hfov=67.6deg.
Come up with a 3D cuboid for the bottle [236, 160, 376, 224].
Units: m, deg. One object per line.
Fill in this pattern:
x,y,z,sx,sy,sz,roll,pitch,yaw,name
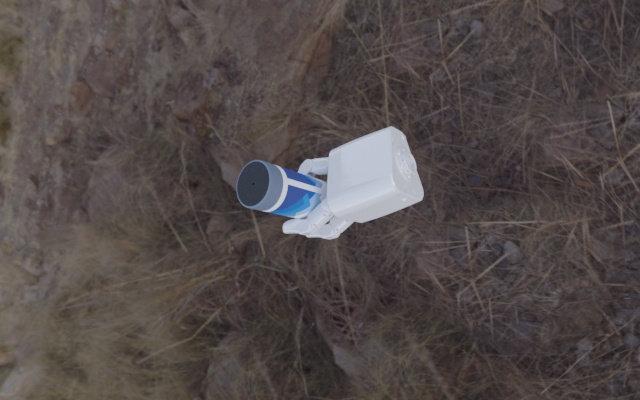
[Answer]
0.000,0.002,0.754,0.069,0.069,0.296,0,-10,39,bottle
